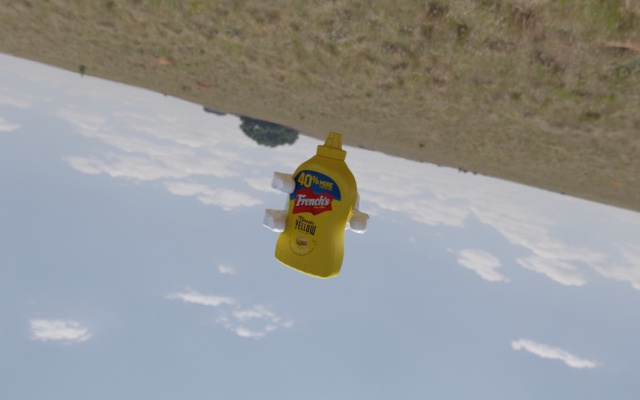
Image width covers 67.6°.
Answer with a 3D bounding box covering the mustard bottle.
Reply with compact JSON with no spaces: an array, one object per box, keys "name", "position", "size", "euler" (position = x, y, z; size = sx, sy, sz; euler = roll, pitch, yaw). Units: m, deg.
[{"name":"mustard bottle","position":[0.000,0.002,0.651],"size":[0.096,0.191,0.058],"euler":[18,10,31]}]
